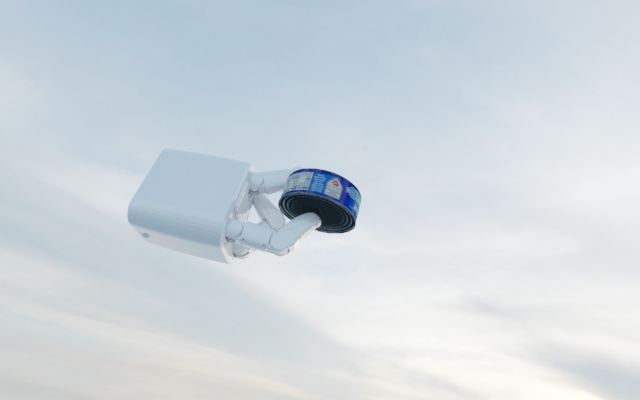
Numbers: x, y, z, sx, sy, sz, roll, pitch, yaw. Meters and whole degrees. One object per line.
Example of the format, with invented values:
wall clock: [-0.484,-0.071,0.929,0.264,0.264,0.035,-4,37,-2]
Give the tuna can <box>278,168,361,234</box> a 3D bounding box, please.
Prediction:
tuna can: [0.000,0.001,0.514,0.086,0.033,0.086,14,-27,7]
